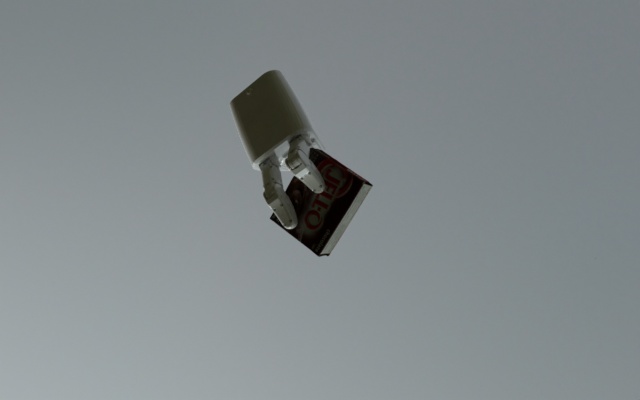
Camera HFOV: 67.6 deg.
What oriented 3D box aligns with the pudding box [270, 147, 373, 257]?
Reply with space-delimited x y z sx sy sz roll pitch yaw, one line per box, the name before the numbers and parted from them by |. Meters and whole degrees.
pudding box | 0.000 0.002 0.616 0.090 0.113 0.039 35 13 27
